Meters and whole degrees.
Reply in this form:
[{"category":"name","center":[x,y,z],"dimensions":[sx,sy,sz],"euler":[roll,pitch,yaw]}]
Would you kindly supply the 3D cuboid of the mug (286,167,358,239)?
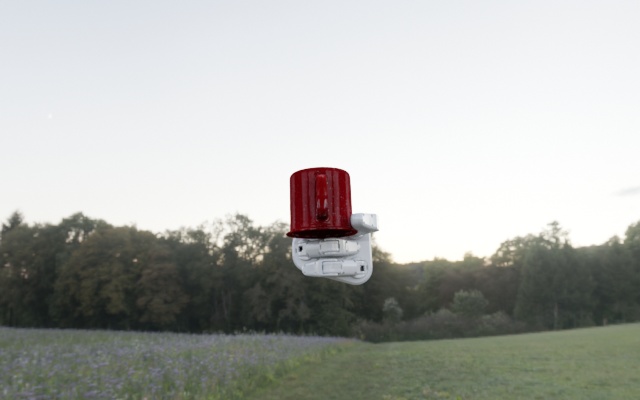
[{"category":"mug","center":[0.000,0.002,0.612],"dimensions":[0.093,0.081,0.117],"euler":[-2,-12,1]}]
